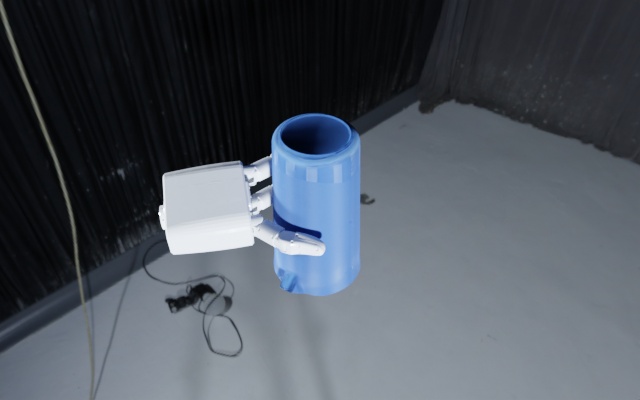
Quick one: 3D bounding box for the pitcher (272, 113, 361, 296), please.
[{"bbox_3d":[0.000,0.002,0.661,0.145,0.243,0.149,-7,43,-7],"label":"pitcher"}]
